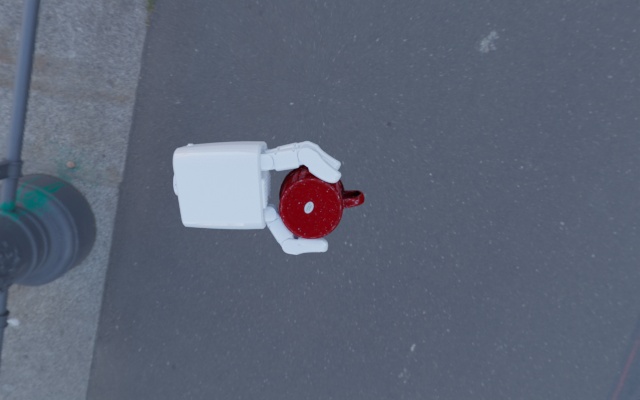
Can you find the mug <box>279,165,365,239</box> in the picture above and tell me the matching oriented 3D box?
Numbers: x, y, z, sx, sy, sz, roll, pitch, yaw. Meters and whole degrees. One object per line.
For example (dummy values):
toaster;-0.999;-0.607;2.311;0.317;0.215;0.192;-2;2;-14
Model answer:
mug;0.002;0.002;0.634;0.117;0.093;0.081;-2;12;1
